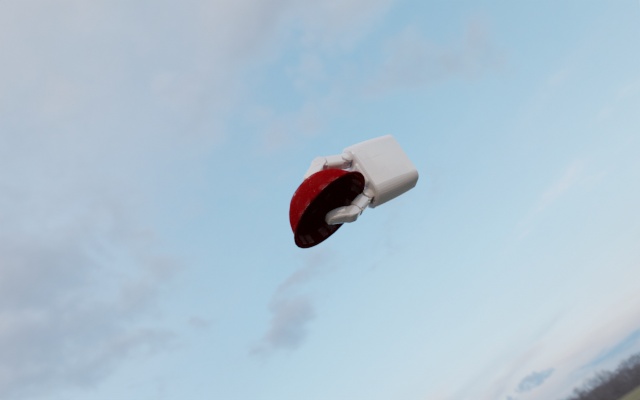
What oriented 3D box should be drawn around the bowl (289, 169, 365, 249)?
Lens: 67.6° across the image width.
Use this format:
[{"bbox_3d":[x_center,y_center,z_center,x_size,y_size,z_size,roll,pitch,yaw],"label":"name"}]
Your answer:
[{"bbox_3d":[-0.001,0.003,0.800,0.055,0.162,0.162,41,20,25],"label":"bowl"}]
